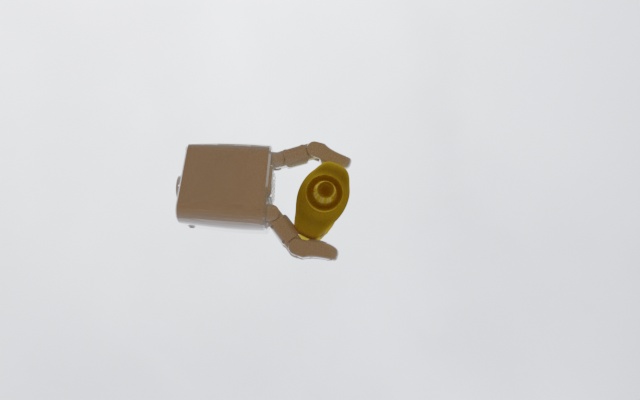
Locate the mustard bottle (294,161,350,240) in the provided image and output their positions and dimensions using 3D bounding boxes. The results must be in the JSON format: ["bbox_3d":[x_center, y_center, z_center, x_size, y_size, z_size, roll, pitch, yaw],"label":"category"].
[{"bbox_3d":[0.000,0.002,0.591,0.058,0.096,0.191,27,-9,2],"label":"mustard bottle"}]
